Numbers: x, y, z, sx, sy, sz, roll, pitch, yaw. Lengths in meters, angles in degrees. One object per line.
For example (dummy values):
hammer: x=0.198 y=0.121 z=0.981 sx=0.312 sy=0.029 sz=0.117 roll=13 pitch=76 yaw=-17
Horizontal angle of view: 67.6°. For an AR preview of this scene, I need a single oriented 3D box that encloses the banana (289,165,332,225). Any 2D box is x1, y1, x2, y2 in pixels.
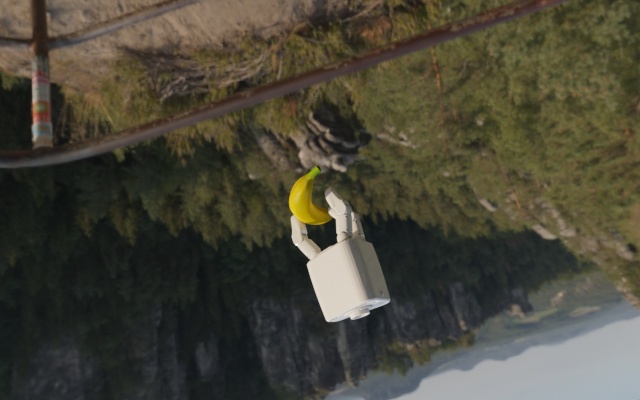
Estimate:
banana: x=-0.018 y=0.008 z=0.835 sx=0.069 sy=0.037 sz=0.198 roll=-21 pitch=-24 yaw=-3
